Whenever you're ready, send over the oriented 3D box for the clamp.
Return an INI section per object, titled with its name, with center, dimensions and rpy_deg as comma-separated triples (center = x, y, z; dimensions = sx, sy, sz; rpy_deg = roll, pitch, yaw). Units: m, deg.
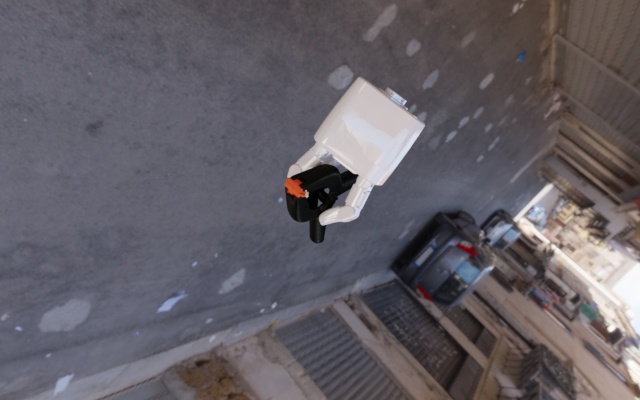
[clamp]
center = 0.001, 0.003, 0.707
dimensions = 0.036, 0.164, 0.210
rpy_deg = 40, 16, 22
